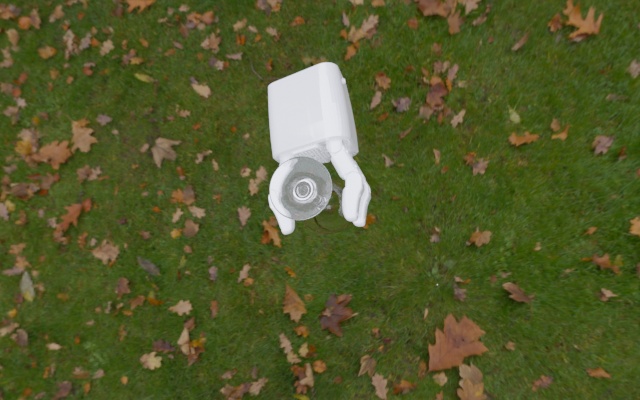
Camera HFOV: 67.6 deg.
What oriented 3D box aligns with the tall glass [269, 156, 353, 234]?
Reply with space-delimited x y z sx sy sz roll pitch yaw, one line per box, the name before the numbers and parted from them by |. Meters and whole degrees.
tall glass | 0.000 0.002 0.636 0.079 0.079 0.201 0 -10 14
